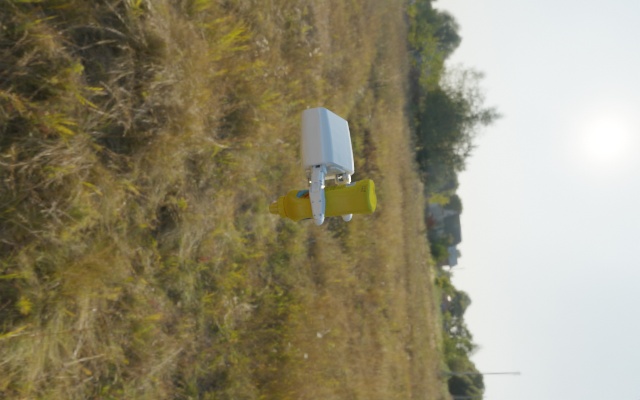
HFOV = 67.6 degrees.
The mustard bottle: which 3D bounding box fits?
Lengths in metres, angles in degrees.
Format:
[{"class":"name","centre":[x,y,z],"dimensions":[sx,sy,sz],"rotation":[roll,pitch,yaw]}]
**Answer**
[{"class":"mustard bottle","centre":[0.000,0.003,0.854],"dimensions":[0.191,0.058,0.096],"rotation":[-7,12,13]}]
